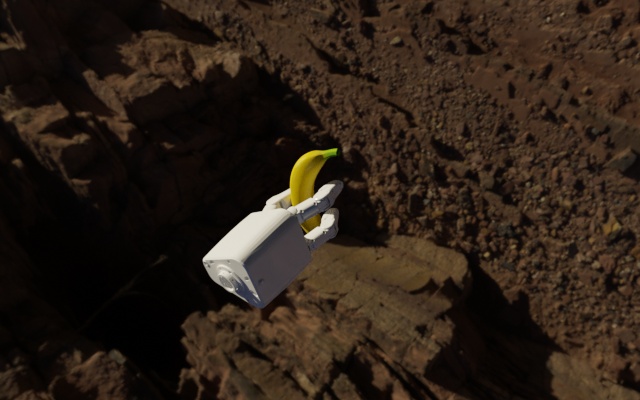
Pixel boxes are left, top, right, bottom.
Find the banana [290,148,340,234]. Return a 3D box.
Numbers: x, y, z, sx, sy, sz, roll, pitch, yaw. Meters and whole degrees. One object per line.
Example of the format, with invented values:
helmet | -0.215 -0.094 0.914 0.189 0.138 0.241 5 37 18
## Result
banana | -0.016 -0.007 0.748 0.069 0.198 0.037 24 48 16
